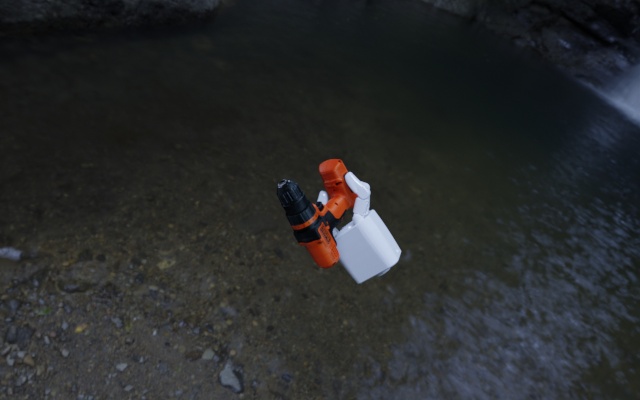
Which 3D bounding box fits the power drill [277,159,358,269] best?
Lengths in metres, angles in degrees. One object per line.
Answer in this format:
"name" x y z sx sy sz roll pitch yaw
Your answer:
"power drill" 0.000 0.003 0.880 0.057 0.184 0.187 -10 31 32
